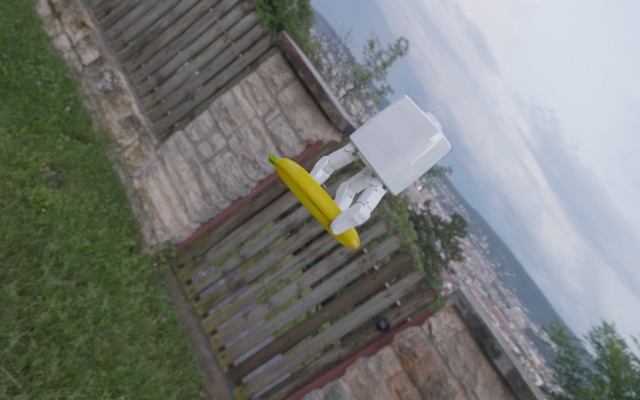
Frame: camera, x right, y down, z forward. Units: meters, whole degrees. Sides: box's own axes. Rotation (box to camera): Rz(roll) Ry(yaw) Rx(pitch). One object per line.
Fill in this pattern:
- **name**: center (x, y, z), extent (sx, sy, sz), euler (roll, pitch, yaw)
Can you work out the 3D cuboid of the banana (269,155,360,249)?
- **banana**: center (-0.001, 0.004, 0.709), extent (0.037, 0.198, 0.069), euler (-41, 10, 5)
